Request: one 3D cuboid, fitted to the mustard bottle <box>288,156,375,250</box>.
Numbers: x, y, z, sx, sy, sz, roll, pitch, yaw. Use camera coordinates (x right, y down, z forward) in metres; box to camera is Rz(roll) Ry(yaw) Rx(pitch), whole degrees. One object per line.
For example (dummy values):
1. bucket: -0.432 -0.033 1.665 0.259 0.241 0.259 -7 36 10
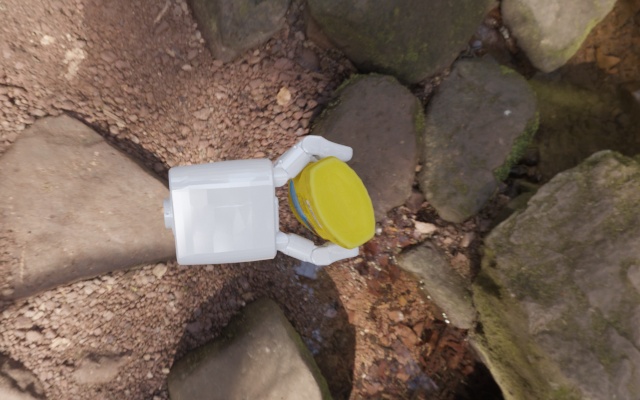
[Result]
1. mustard bottle: 0.000 0.002 0.565 0.058 0.096 0.191 -31 8 -12
